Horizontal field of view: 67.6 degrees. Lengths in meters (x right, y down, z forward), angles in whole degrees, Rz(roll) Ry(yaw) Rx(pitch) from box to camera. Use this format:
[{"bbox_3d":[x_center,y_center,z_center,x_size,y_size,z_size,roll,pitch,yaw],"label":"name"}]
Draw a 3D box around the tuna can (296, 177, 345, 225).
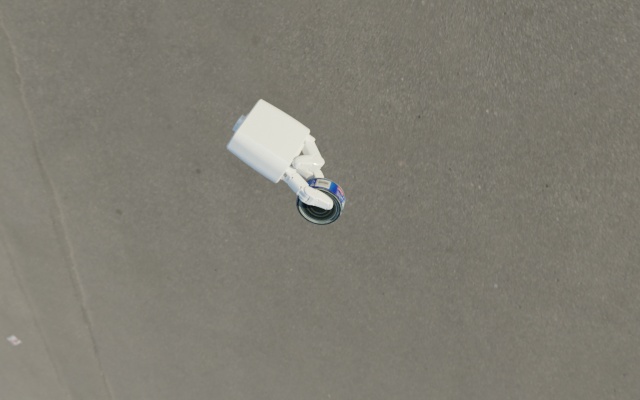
[{"bbox_3d":[0.000,0.003,0.859,0.086,0.086,0.033,0,36,14],"label":"tuna can"}]
